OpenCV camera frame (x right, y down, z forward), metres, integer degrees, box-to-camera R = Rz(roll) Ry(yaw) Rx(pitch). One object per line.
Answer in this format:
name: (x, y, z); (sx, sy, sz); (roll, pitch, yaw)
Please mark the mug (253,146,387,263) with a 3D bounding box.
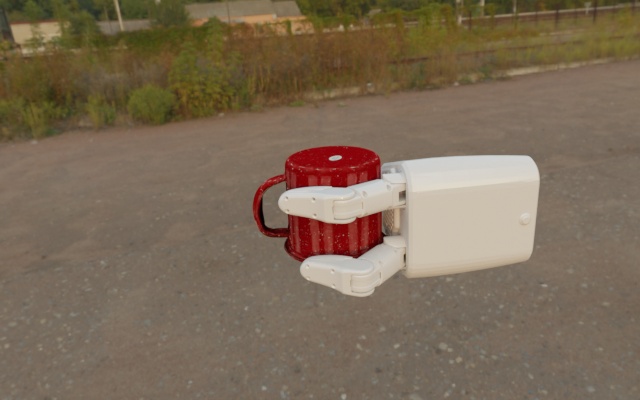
mug: (-0.001, 0.001, 0.413); (0.117, 0.081, 0.093); (-5, 20, -5)
